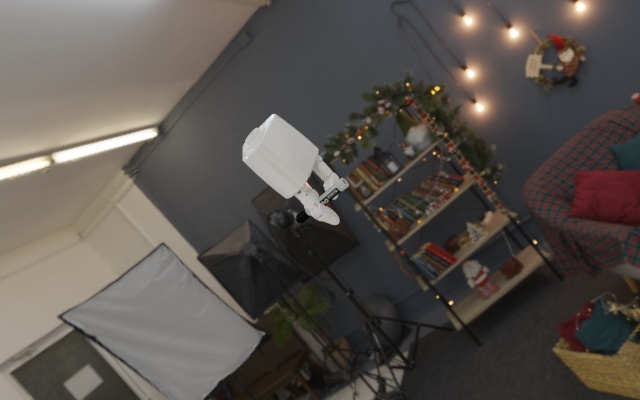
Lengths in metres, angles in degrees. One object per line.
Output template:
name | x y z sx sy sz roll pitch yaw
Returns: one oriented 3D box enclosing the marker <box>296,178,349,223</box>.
marker | 0.000 0.003 0.849 0.121 0.020 0.020 -39 -19 25
